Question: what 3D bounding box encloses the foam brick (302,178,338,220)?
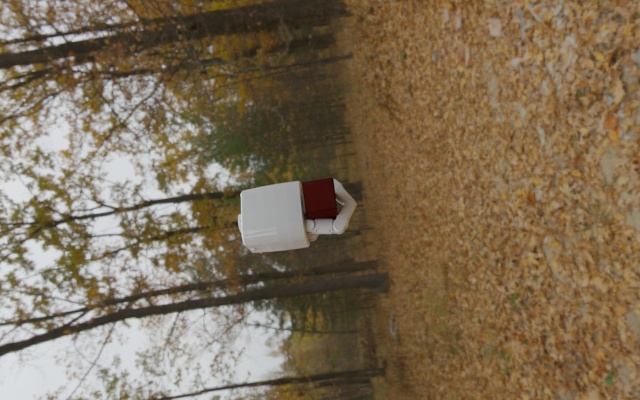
[{"bbox_3d":[0.000,0.002,0.787,0.051,0.053,0.078,-7,-18,1],"label":"foam brick"}]
